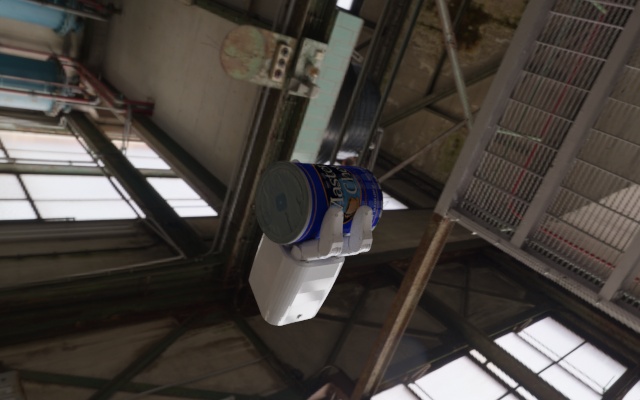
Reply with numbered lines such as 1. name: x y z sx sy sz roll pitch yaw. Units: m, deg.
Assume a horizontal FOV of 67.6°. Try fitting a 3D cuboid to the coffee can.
1. coffee can: 0.000 0.002 0.632 0.140 0.103 0.103 -1 0 -44
